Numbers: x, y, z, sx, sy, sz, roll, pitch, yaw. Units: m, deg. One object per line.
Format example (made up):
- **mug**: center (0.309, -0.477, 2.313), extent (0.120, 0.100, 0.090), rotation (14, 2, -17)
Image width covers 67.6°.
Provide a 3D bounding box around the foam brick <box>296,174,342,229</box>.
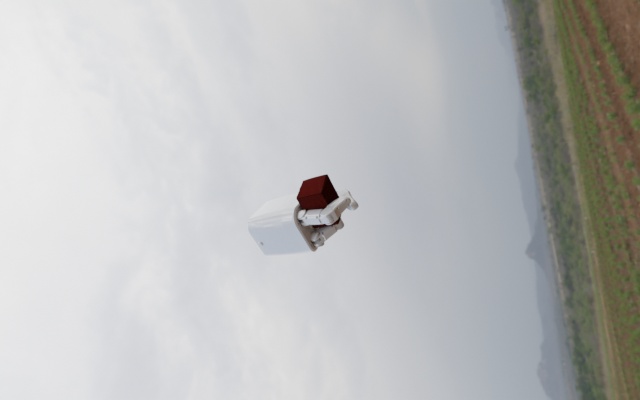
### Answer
- **foam brick**: center (0.000, 0.002, 0.847), extent (0.051, 0.078, 0.053), rotation (-11, 37, 26)
